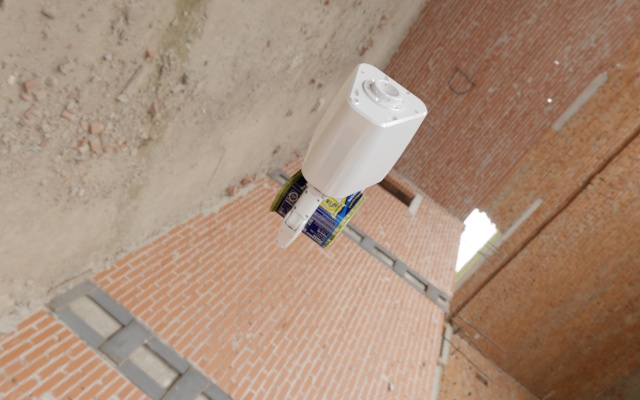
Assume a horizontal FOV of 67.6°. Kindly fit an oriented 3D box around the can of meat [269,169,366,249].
[{"bbox_3d":[0.000,0.002,0.592,0.084,0.057,0.102,37,36,5],"label":"can of meat"}]
